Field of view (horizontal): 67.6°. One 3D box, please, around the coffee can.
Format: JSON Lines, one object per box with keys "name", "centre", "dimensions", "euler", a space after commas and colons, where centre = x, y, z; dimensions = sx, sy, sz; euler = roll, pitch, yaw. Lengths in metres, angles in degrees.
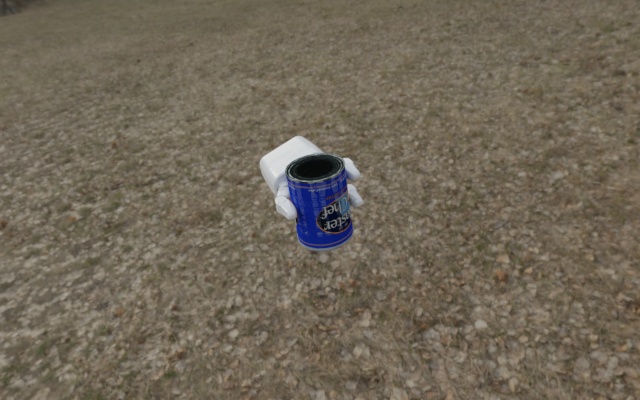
{"name": "coffee can", "centre": [0.000, 0.003, 0.829], "dimensions": [0.103, 0.140, 0.102], "euler": [-7, 31, 4]}
